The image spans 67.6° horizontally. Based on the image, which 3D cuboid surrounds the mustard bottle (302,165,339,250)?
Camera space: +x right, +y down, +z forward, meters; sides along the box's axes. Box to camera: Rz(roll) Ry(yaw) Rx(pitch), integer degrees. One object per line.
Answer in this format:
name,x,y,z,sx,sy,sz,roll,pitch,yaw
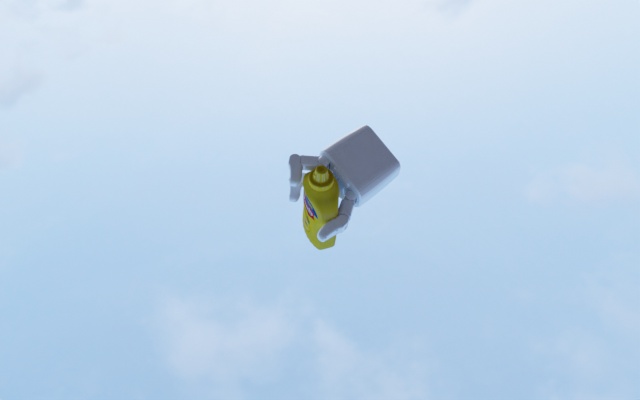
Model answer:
mustard bottle,0.000,0.003,0.824,0.058,0.096,0.192,-13,-31,-10
